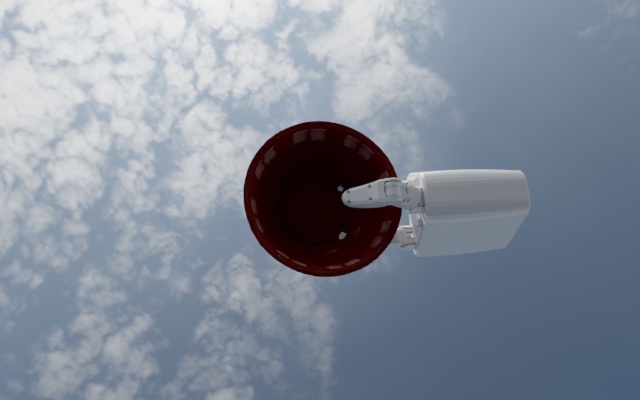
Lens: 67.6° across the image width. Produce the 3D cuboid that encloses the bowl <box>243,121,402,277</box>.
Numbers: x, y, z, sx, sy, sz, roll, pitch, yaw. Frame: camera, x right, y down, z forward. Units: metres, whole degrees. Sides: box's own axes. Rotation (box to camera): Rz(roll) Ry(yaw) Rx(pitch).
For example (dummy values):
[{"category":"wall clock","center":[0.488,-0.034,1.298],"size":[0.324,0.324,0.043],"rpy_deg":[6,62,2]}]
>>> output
[{"category":"bowl","center":[-0.001,0.001,0.501],"size":[0.162,0.162,0.055],"rpy_deg":[0,-15,-10]}]
